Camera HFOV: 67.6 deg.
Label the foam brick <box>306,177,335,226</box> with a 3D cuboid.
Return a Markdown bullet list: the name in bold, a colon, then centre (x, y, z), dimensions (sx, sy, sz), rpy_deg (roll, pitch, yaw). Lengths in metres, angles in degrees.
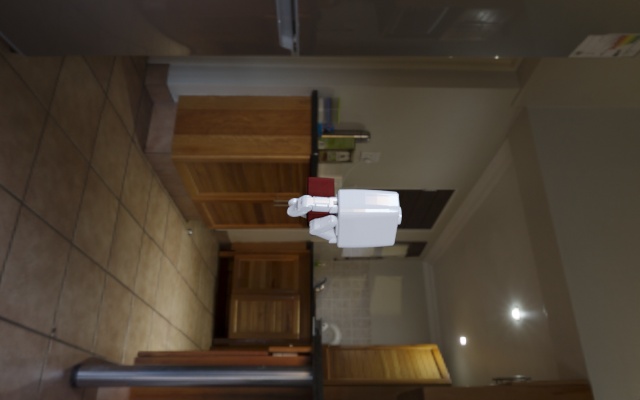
- **foam brick**: centre (0.000, 0.003, 0.878), dimensions (0.051, 0.078, 0.053), rpy_deg (0, -28, 0)
